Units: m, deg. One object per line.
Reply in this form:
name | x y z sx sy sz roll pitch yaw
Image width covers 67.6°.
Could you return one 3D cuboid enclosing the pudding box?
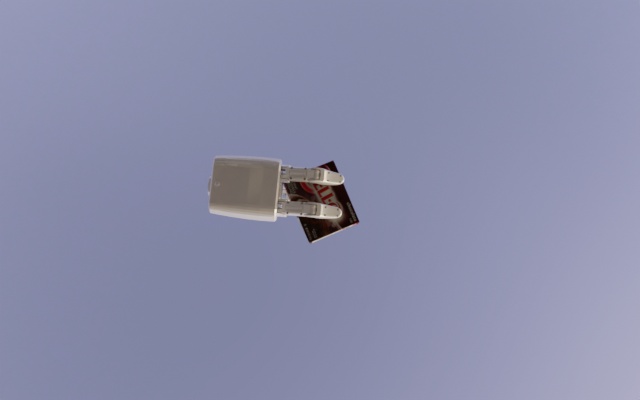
pudding box | 0.000 0.003 0.780 0.090 0.113 0.039 -23 -3 -7
